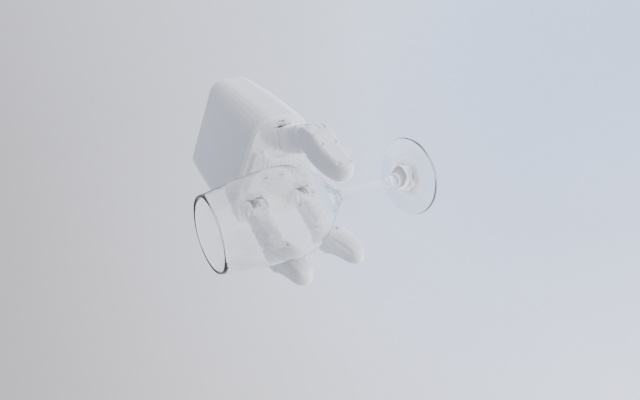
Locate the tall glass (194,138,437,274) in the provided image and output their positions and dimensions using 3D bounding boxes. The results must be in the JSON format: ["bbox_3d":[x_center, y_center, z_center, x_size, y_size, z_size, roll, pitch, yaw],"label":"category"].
[{"bbox_3d":[0.001,0.001,0.402,0.201,0.079,0.079,-17,8,-30],"label":"tall glass"}]
